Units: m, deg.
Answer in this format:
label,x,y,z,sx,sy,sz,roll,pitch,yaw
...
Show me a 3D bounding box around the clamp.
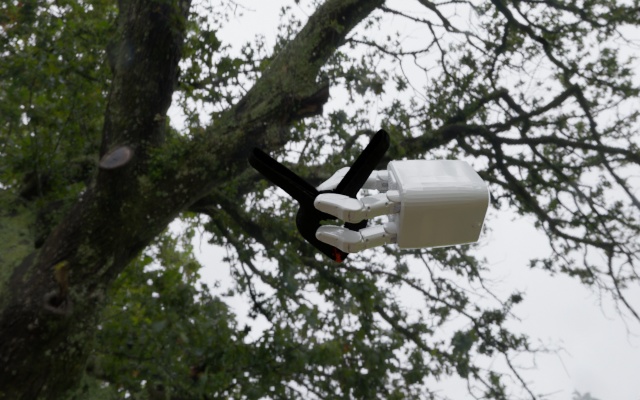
label,x,y,z,sx,sy,sz,roll,pitch,yaw
clamp,0.000,0.002,0.608,0.164,0.210,0.036,-1,43,1
